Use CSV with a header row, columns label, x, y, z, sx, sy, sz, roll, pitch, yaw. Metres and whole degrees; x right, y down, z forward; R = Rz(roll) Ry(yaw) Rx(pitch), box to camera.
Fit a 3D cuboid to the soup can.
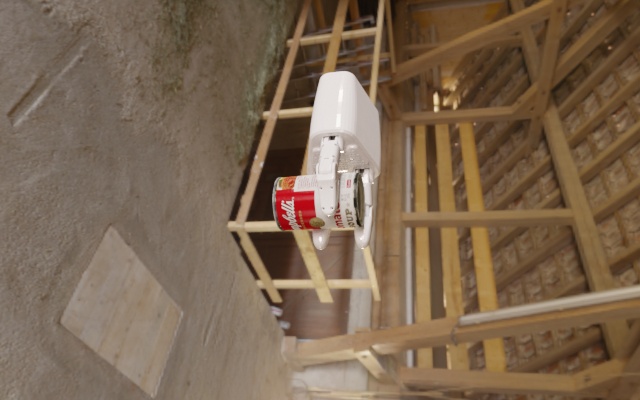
label,x,y,z,sx,sy,sz,roll,pitch,yaw
soup can,0.000,0.002,0.587,0.102,0.068,0.068,-3,-1,13
